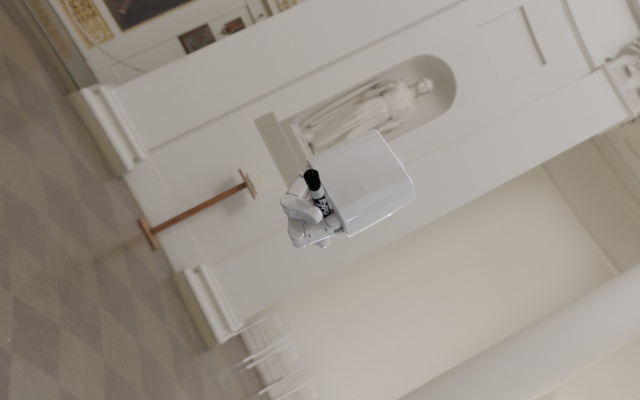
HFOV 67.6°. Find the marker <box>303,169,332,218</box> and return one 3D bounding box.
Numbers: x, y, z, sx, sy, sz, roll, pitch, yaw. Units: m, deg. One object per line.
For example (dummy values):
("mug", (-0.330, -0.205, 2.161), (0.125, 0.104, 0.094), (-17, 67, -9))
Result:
("marker", (0.000, 0.002, 0.600), (0.020, 0.020, 0.121), (0, -36, 15))
